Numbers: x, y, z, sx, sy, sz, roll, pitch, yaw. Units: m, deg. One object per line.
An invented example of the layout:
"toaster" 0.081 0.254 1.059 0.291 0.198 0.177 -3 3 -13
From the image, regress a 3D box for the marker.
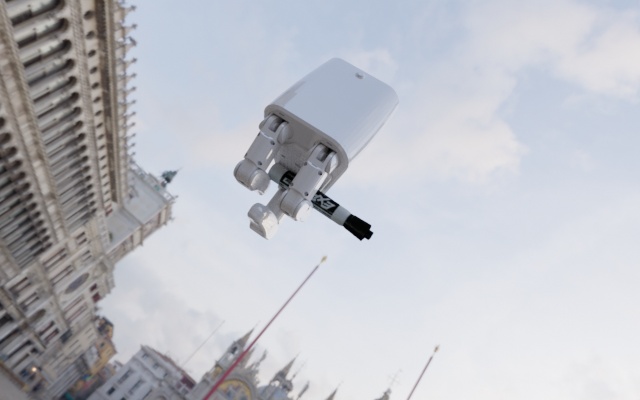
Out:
"marker" 0.000 0.002 0.471 0.121 0.020 0.020 34 9 14
